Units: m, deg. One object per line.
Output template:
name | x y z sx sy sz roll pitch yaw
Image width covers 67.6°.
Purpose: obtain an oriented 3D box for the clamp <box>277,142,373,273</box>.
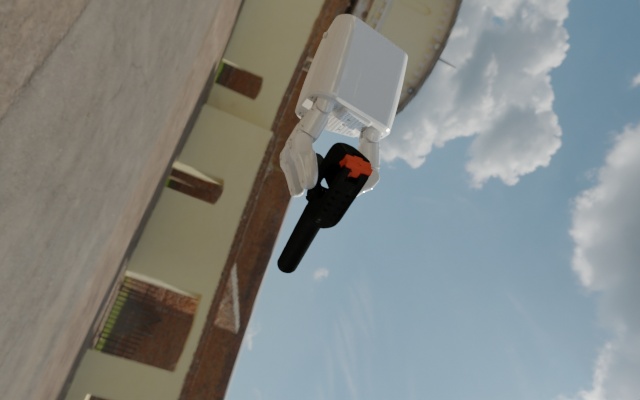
clamp | 0.001 0.002 0.536 0.036 0.164 0.210 18 -13 -14
